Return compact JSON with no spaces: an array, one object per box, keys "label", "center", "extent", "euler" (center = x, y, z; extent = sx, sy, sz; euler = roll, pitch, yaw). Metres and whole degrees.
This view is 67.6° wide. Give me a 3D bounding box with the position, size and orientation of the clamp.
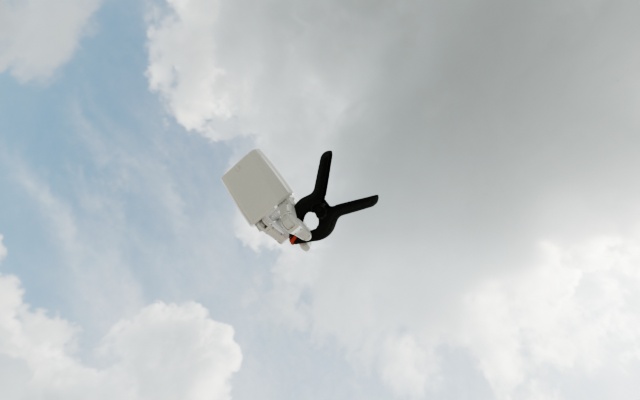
[{"label":"clamp","center":[0.000,0.003,0.808],"extent":[0.171,0.120,0.039],"euler":[-39,-11,16]}]
